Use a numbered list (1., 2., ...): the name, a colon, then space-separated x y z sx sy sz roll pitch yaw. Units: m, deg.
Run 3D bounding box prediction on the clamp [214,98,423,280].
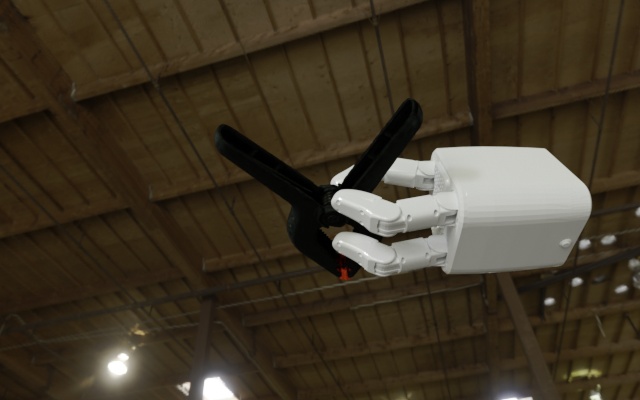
1. clamp: 0.000 0.001 0.436 0.164 0.036 0.210 -1 -44 2
